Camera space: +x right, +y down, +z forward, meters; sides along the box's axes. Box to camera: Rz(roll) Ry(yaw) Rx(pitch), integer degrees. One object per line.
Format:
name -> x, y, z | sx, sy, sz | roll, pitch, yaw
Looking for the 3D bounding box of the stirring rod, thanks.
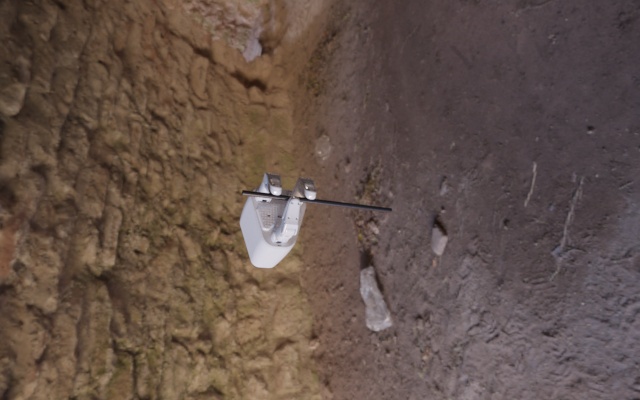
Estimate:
stirring rod -> 0.000, 0.002, 0.729 | 0.239, 0.011, 0.011 | 7, -2, -19
